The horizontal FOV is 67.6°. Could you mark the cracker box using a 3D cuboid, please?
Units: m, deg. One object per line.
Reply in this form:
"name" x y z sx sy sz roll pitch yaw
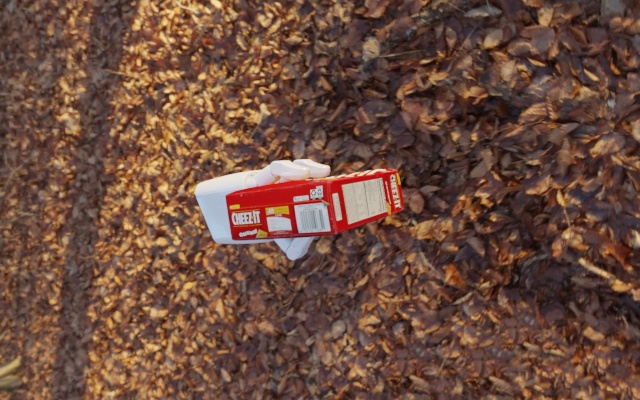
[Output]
"cracker box" 0.000 0.002 0.674 0.164 0.072 0.213 -6 4 32
